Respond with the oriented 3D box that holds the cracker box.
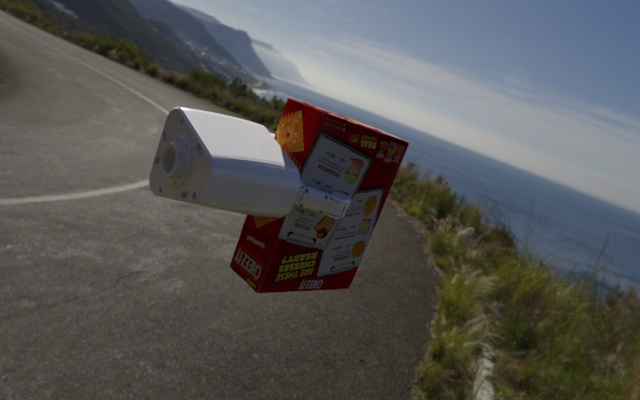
[{"bbox_3d":[0.000,0.002,0.586,0.164,0.214,0.072,8,18,-46],"label":"cracker box"}]
